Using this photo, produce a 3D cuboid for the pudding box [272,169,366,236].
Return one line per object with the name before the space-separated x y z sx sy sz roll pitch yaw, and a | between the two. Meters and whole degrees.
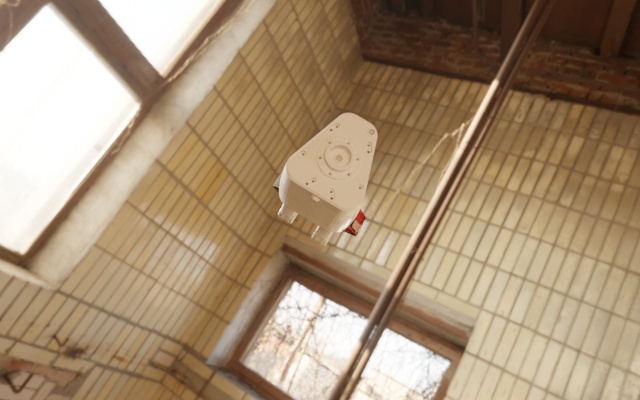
pudding box | 0.000 0.002 0.676 0.113 0.039 0.090 24 -16 29
